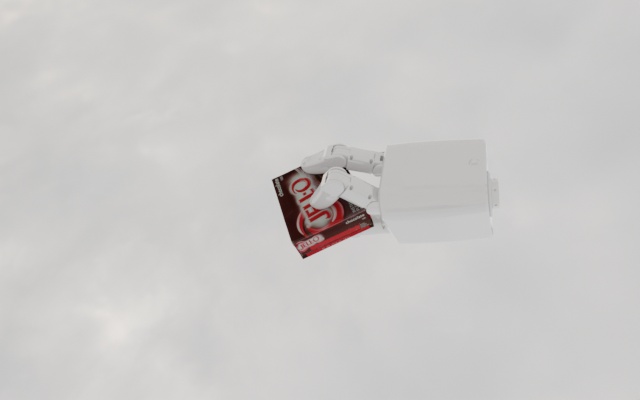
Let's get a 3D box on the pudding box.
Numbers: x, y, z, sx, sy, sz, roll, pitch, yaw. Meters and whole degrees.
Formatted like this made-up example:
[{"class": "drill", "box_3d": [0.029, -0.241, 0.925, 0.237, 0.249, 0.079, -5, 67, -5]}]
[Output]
[{"class": "pudding box", "box_3d": [0.000, 0.002, 0.553, 0.090, 0.039, 0.113, -25, 43, 2]}]
